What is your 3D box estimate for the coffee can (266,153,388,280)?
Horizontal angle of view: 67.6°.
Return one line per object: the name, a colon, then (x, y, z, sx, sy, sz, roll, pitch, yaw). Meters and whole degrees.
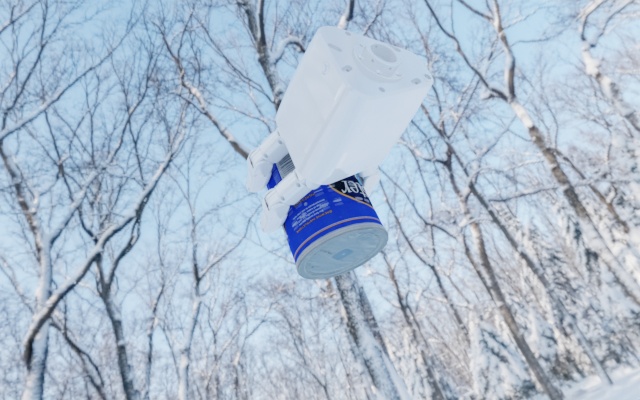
coffee can: (0.000, 0.002, 0.531, 0.103, 0.140, 0.103, -18, -30, -10)
